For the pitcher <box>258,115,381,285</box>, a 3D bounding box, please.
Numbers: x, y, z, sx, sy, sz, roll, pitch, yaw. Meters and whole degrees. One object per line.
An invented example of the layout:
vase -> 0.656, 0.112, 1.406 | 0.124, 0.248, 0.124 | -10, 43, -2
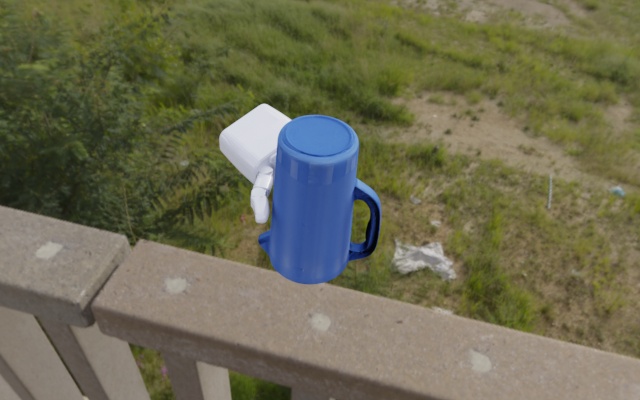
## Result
pitcher -> 0.000, 0.002, 0.705 | 0.149, 0.243, 0.145 | -26, 52, -29
